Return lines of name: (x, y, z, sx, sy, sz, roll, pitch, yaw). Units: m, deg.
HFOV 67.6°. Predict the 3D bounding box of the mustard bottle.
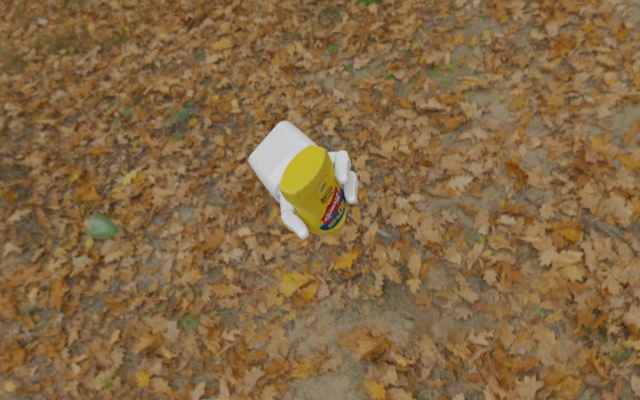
mustard bottle: (0.000, 0.003, 0.795, 0.058, 0.096, 0.192, 19, -26, 30)
